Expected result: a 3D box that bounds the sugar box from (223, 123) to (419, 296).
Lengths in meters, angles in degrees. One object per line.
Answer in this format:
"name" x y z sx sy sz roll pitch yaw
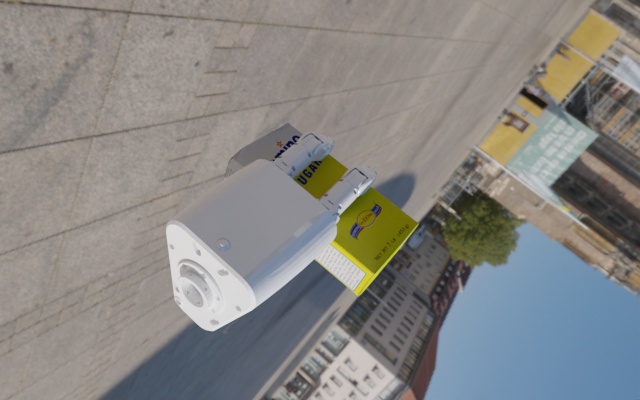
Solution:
"sugar box" 0.000 0.001 0.473 0.093 0.176 0.048 -40 -15 -43
